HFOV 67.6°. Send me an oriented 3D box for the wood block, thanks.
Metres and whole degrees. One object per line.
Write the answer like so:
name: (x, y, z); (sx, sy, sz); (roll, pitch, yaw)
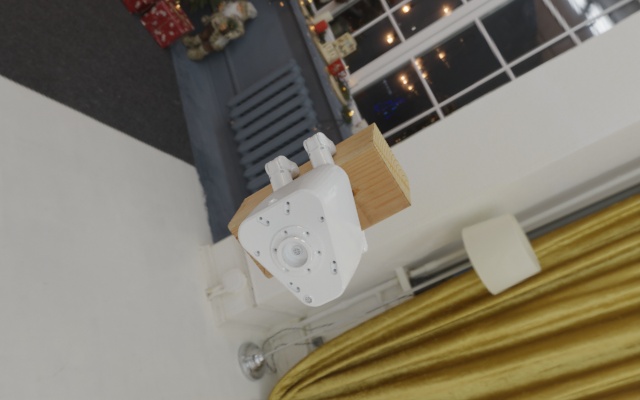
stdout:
wood block: (0.000, 0.002, 0.601); (0.206, 0.091, 0.090); (-29, 18, 18)
